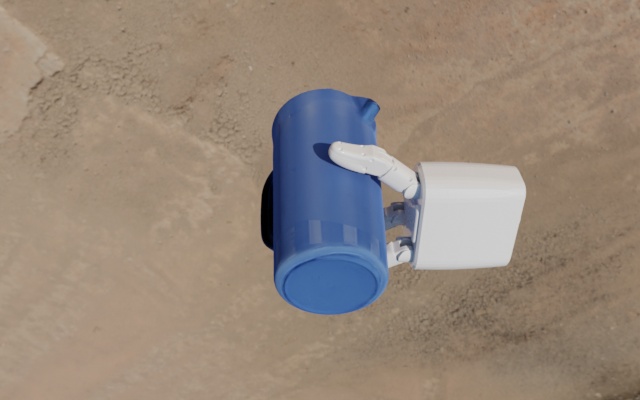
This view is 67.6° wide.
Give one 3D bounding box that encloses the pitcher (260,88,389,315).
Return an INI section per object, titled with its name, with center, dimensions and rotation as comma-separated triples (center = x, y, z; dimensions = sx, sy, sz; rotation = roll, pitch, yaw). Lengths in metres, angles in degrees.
[pitcher]
center = 0.000, 0.002, 0.529
dimensions = 0.145, 0.149, 0.242
rotation = 1, 45, -3
